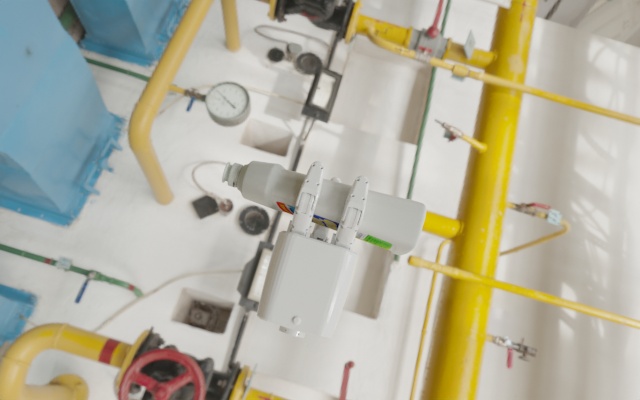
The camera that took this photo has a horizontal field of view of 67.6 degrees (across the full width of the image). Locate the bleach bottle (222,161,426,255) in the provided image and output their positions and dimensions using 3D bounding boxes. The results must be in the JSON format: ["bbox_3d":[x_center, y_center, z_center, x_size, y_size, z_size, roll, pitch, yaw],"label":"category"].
[{"bbox_3d":[0.000,0.002,0.610,0.251,0.068,0.102,17,-10,0],"label":"bleach bottle"}]
